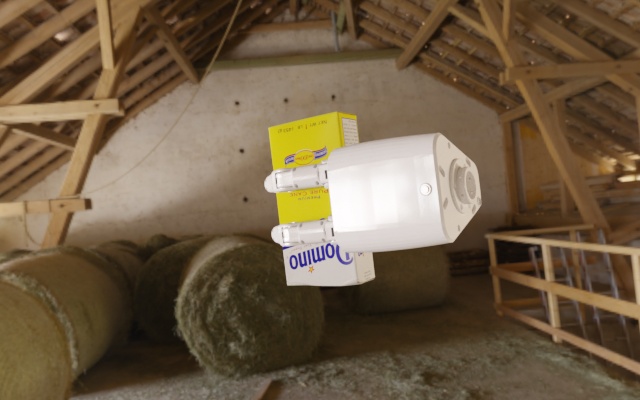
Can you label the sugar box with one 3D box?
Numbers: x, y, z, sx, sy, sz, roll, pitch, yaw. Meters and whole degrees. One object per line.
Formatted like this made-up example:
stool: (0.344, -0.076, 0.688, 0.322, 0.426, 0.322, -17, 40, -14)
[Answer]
sugar box: (0.000, 0.002, 0.512, 0.093, 0.176, 0.048, -8, -2, 33)
